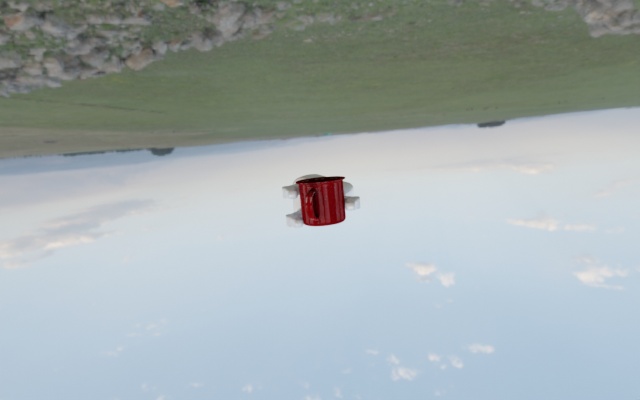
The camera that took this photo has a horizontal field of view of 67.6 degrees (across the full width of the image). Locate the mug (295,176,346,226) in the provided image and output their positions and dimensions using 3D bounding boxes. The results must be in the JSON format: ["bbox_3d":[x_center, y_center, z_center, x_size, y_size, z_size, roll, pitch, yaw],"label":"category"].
[{"bbox_3d":[0.000,0.003,0.872,0.093,0.081,0.117,-3,9,18],"label":"mug"}]
